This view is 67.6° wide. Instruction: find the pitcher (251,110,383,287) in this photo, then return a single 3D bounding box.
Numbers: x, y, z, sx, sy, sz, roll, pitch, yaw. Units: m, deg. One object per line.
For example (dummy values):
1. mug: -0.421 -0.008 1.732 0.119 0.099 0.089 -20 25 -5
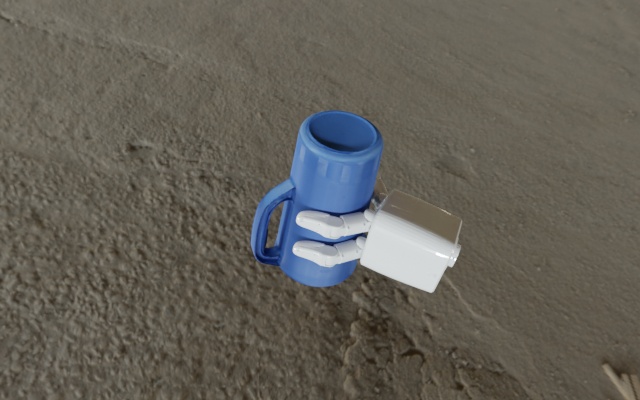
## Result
1. pitcher: 0.000 0.002 0.670 0.145 0.243 0.149 23 44 13
